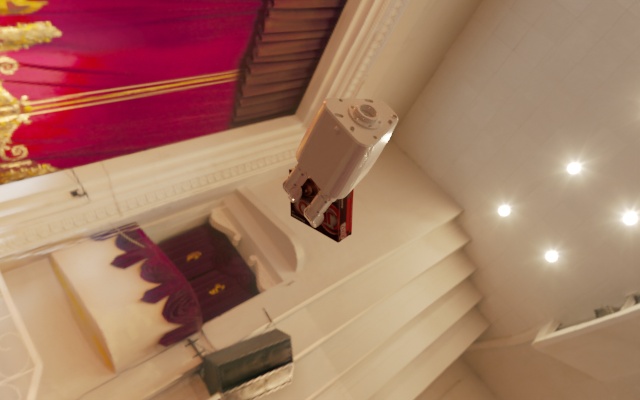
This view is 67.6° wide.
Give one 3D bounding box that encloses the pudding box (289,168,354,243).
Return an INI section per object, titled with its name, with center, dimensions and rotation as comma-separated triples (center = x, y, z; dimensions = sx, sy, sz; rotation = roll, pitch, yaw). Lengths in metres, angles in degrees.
[pudding box]
center = 0.000, 0.002, 0.755
dimensions = 0.039, 0.090, 0.113
rotation = -25, 38, -37
